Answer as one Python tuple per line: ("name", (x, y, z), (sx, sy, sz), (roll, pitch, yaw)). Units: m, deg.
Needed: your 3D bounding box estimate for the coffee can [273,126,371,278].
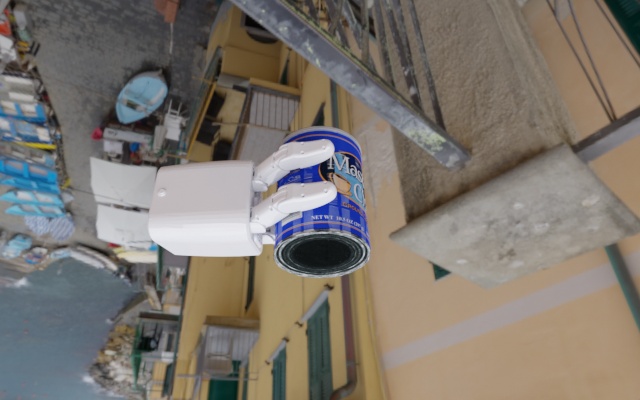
("coffee can", (0.000, 0.002, 0.540), (0.103, 0.140, 0.103), (-1, -35, -1))
